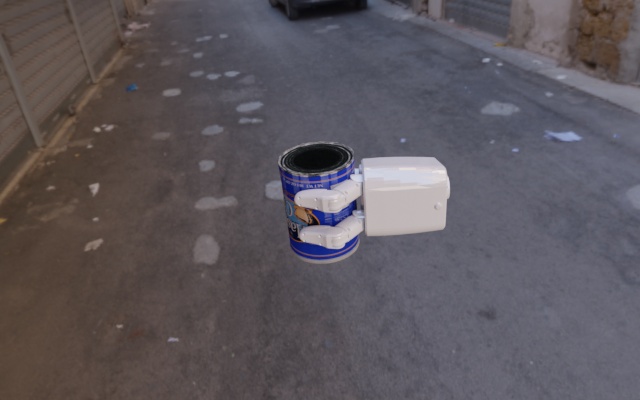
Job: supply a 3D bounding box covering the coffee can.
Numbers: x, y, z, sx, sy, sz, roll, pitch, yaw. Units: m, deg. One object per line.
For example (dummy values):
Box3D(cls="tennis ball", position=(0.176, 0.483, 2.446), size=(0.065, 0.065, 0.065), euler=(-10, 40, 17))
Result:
Box3D(cls="coffee can", position=(0.000, 0.002, 0.667), size=(0.103, 0.140, 0.102), euler=(-4, 30, 3))
